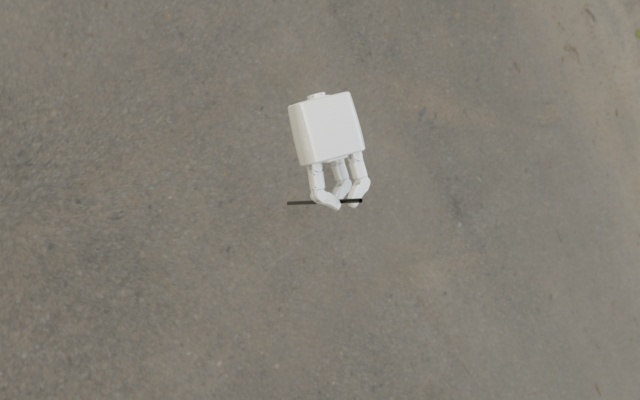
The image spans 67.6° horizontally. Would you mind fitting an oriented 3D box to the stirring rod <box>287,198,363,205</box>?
[{"bbox_3d":[0.000,0.003,0.900,0.011,0.011,0.239,0,-1,-34],"label":"stirring rod"}]
